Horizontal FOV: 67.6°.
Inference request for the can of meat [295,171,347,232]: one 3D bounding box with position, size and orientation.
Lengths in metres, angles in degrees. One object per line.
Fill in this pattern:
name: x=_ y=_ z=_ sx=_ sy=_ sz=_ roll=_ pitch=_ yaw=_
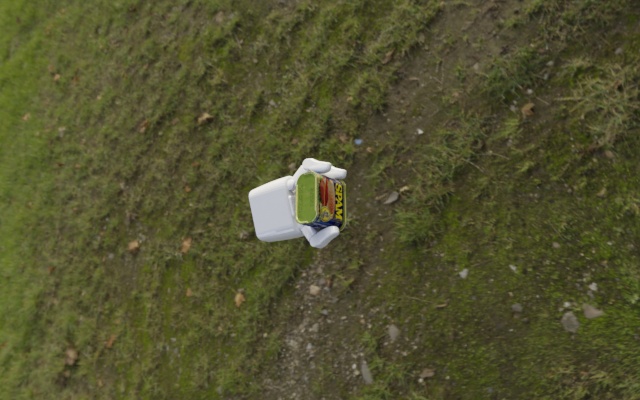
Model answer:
can of meat: x=0.000 y=0.003 z=0.877 sx=0.057 sy=0.102 sz=0.084 roll=-12 pitch=-20 yaw=38
